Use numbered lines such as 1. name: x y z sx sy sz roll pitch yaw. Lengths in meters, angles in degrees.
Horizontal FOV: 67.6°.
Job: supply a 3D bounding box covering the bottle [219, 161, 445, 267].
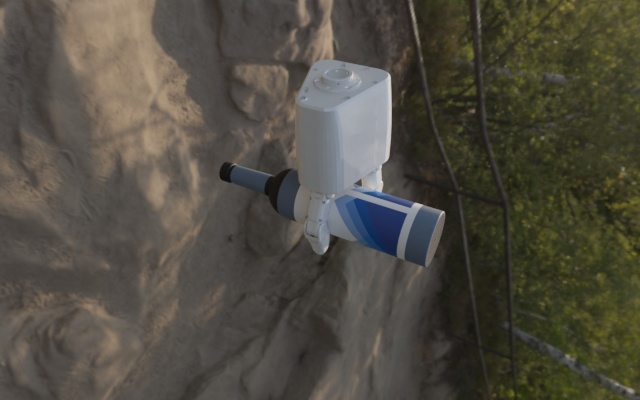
1. bottle: 0.000 0.002 0.593 0.295 0.069 0.069 18 7 22
